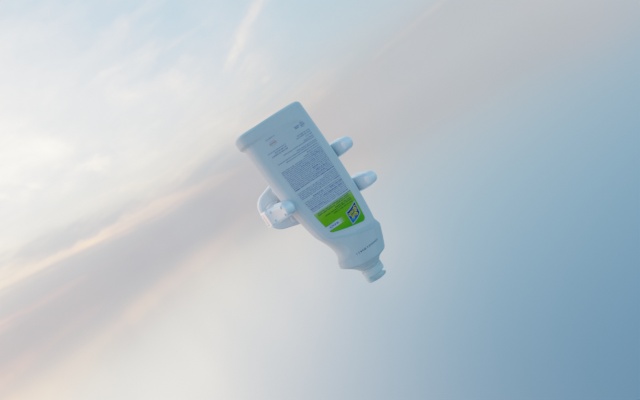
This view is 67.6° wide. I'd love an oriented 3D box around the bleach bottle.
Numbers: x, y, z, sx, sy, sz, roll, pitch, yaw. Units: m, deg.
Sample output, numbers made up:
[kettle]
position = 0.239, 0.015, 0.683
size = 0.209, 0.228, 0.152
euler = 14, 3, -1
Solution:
[bleach bottle]
position = 0.000, 0.002, 0.623
size = 0.102, 0.251, 0.068
euler = -34, 5, -7
